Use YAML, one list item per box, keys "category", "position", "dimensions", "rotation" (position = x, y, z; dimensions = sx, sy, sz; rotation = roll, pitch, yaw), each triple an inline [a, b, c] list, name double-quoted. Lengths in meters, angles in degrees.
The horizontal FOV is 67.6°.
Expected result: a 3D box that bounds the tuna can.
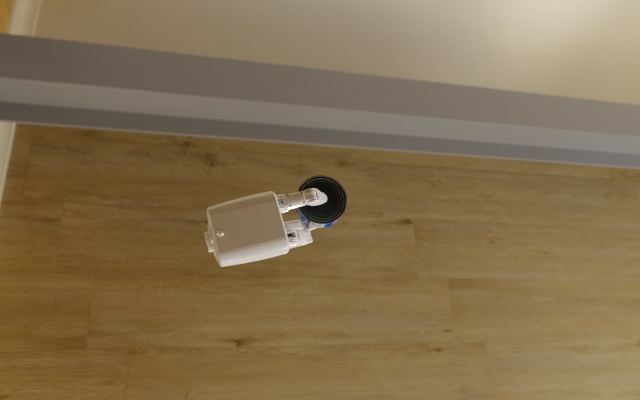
- category: "tuna can"
  position: [0.000, 0.003, 0.812]
  dimensions: [0.086, 0.086, 0.034]
  rotation: [0, -17, -10]
